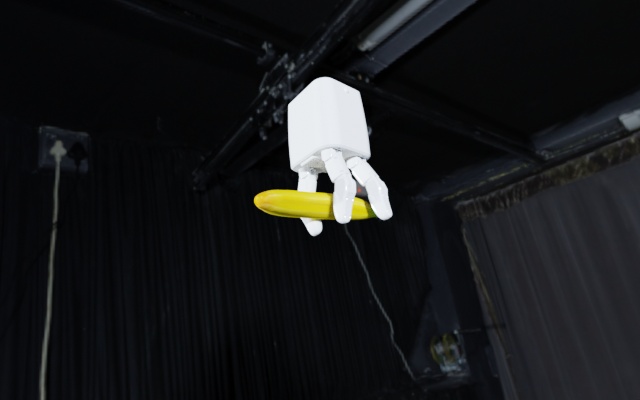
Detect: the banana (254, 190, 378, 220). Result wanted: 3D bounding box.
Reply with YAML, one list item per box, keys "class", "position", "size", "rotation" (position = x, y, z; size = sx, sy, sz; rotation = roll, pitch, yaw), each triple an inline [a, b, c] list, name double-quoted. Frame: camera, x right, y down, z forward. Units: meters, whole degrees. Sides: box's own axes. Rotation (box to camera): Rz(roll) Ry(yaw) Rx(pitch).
- class: "banana"
  position: [-0.005, 0.005, 0.657]
  size: [0.198, 0.037, 0.069]
  rotation: [4, -10, -27]
